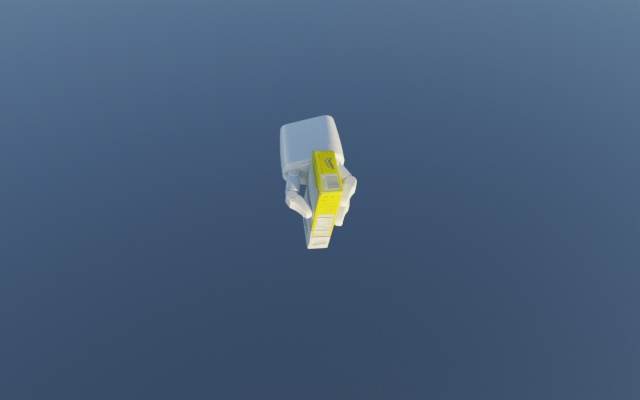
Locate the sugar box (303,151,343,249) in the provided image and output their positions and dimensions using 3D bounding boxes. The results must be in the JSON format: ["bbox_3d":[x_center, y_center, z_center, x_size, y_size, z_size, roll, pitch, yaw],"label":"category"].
[{"bbox_3d":[0.001,0.003,0.859,0.048,0.093,0.176,-3,-35,-9],"label":"sugar box"}]
